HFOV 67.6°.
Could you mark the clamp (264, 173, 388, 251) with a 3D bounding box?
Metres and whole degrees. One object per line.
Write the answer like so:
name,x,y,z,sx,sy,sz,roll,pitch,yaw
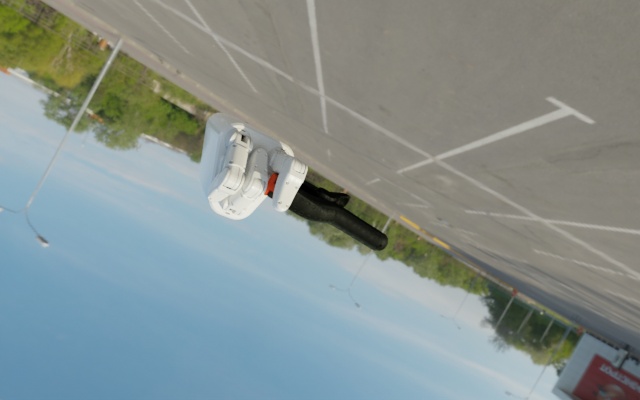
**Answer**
clamp,0.000,0.002,0.604,0.171,0.039,0.120,28,9,-29
